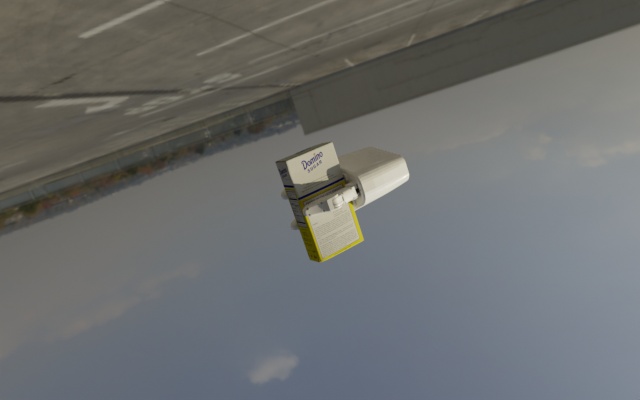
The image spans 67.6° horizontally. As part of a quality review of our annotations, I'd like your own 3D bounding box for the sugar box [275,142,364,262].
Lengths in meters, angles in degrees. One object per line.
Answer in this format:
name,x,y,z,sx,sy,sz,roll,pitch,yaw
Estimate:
sugar box,0.000,0.003,0.778,0.093,0.176,0.048,-25,13,-27
